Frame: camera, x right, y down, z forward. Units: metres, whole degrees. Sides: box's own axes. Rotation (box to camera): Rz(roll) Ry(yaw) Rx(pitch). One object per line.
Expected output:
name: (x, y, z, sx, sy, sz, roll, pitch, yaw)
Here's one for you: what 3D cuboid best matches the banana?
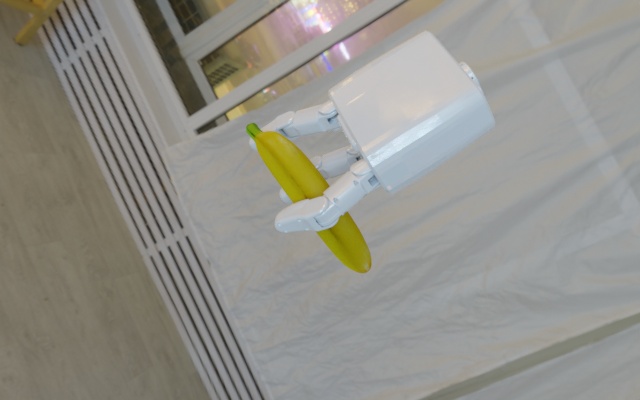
banana: (0.000, 0.004, 0.460, 0.037, 0.198, 0.069, -35, 16, 4)
